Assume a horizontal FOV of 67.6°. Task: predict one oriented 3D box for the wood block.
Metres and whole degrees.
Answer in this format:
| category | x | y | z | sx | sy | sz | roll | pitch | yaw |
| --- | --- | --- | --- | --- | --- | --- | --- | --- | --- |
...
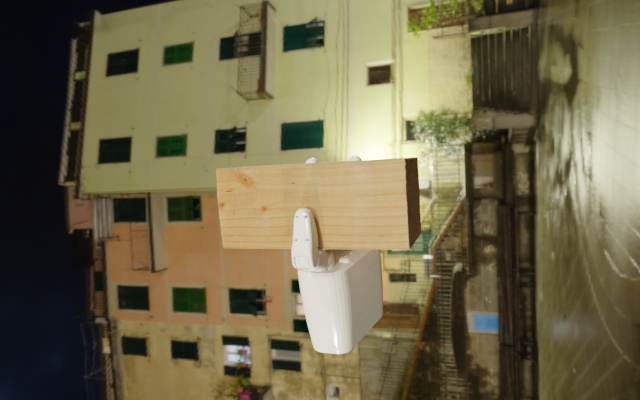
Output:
| category | x | y | z | sx | sy | sz | roll | pitch | yaw |
| --- | --- | --- | --- | --- | --- | --- | --- | --- | --- |
| wood block | 0.000 | 0.002 | 0.527 | 0.206 | 0.090 | 0.091 | -2 | 6 | 19 |
